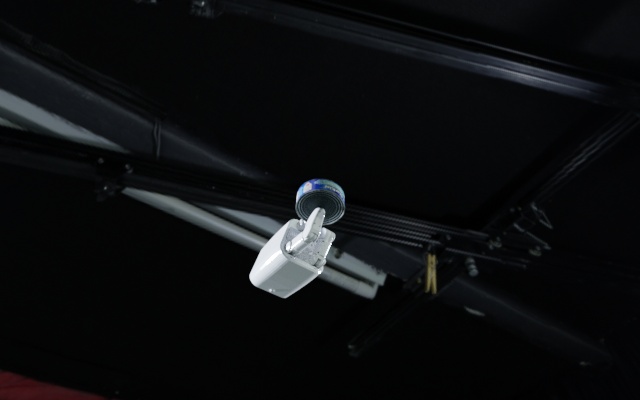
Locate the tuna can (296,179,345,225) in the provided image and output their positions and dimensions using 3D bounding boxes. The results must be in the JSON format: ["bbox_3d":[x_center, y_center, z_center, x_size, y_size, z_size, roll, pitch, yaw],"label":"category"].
[{"bbox_3d":[0.000,0.002,0.839,0.086,0.086,0.033,0,43,2],"label":"tuna can"}]
